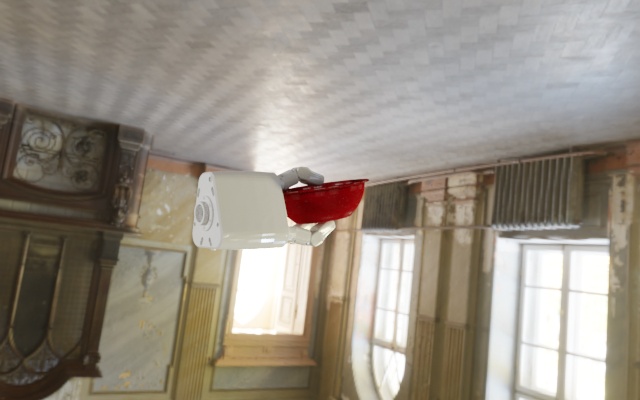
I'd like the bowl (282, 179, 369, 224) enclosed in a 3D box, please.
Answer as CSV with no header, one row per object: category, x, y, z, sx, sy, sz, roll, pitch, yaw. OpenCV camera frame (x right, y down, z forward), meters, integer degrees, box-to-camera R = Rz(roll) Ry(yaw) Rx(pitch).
bowl,0.001,0.003,0.759,0.162,0.055,0.162,-8,4,1
